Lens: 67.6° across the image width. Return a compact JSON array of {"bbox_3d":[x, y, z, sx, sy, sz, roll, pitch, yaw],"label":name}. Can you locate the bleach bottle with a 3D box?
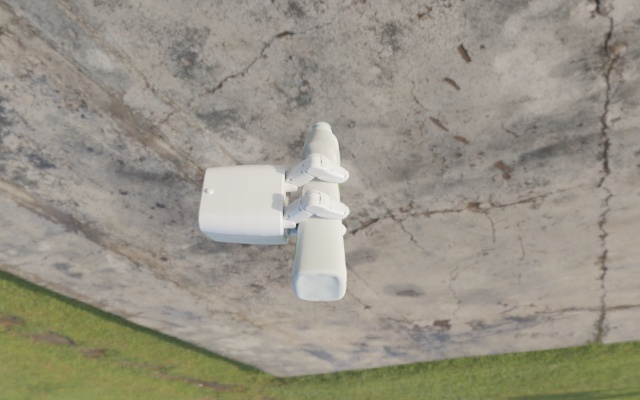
[{"bbox_3d":[0.000,0.002,0.658,0.068,0.250,0.103,0,-32,1],"label":"bleach bottle"}]
